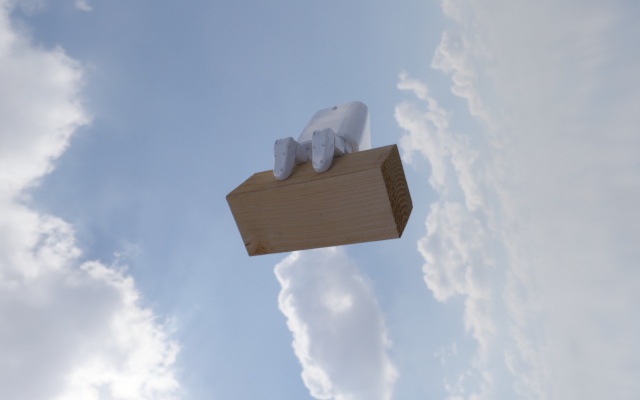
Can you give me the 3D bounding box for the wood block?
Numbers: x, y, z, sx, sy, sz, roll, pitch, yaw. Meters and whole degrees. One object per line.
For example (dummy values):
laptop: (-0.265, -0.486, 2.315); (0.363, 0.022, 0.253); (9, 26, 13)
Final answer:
wood block: (0.000, 0.002, 0.604); (0.206, 0.091, 0.090); (-10, 20, 25)
